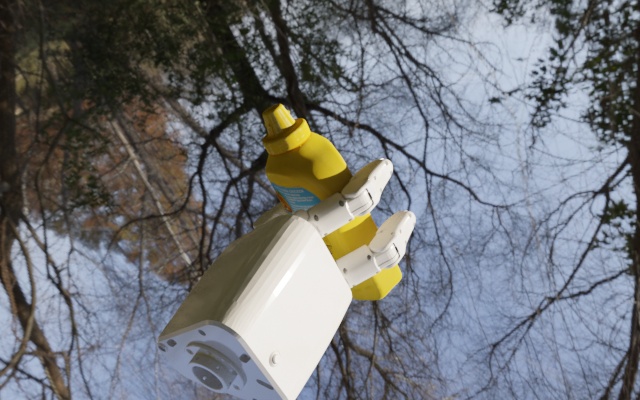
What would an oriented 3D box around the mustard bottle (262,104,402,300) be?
[{"bbox_3d":[0.000,0.001,0.433,0.058,0.192,0.096,-40,27,-22],"label":"mustard bottle"}]
